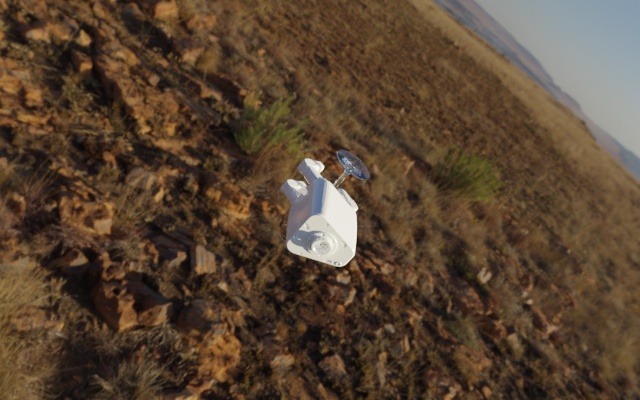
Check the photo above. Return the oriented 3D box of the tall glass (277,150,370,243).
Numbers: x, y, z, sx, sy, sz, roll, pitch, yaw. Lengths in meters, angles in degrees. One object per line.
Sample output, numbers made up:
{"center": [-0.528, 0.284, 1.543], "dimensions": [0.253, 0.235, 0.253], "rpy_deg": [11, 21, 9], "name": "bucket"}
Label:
{"center": [0.001, 0.002, 0.887], "dimensions": [0.079, 0.079, 0.201], "rpy_deg": [0, -42, -52], "name": "tall glass"}
